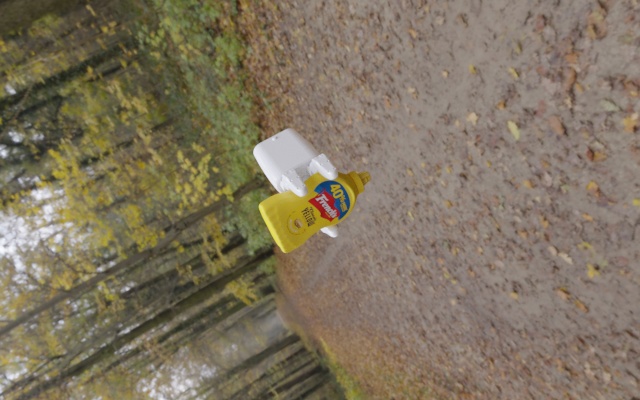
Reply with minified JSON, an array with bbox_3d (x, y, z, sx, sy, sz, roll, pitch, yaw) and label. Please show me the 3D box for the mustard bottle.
[{"bbox_3d":[0.000,0.003,0.801,0.191,0.096,0.058,-29,28,-11],"label":"mustard bottle"}]
